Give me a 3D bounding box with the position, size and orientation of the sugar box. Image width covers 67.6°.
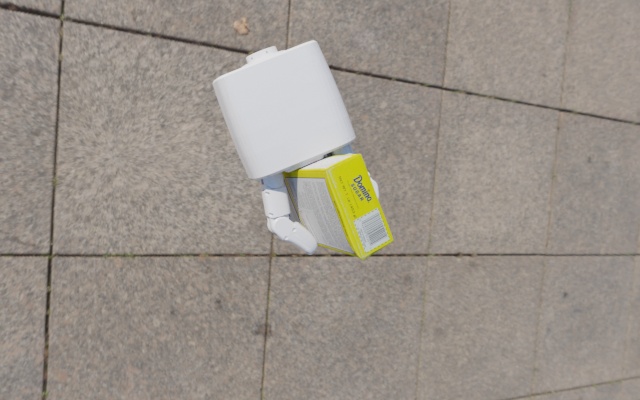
[{"bbox_3d":[0.001,0.001,0.509,0.048,0.093,0.176,-26,14,-19],"label":"sugar box"}]
